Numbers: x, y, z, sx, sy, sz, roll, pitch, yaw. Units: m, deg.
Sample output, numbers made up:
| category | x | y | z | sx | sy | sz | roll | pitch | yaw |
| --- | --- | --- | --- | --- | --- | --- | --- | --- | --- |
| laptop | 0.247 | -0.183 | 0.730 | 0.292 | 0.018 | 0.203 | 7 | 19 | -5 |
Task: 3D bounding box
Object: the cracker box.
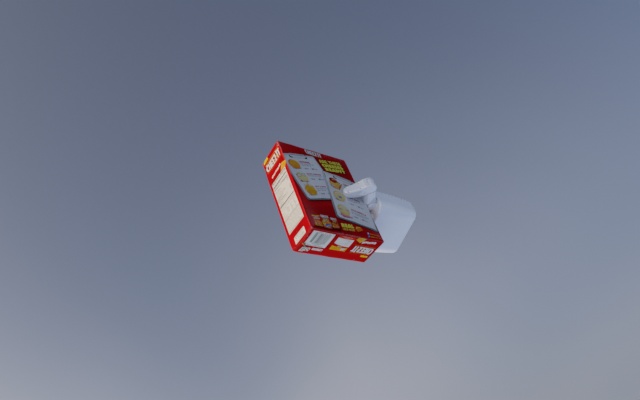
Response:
| category | x | y | z | sx | sy | sz | roll | pitch | yaw |
| --- | --- | --- | --- | --- | --- | --- | --- | --- | --- |
| cracker box | 0.000 | 0.003 | 0.864 | 0.164 | 0.213 | 0.072 | 13 | -51 | -37 |
